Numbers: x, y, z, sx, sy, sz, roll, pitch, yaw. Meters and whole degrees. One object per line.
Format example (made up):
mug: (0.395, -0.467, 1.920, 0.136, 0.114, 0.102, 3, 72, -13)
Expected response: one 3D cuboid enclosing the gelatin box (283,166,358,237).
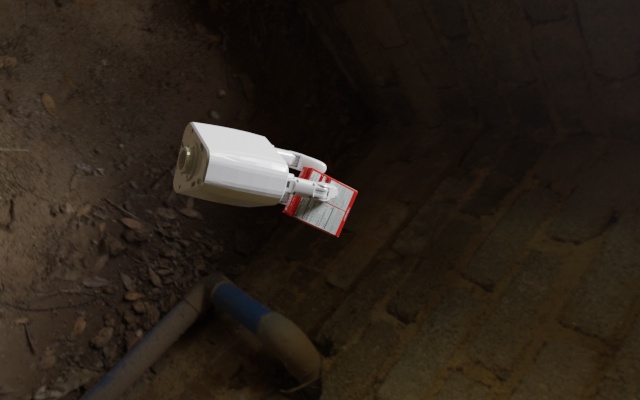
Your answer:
gelatin box: (0.001, 0.002, 0.677, 0.089, 0.073, 0.030, 26, -5, -32)
